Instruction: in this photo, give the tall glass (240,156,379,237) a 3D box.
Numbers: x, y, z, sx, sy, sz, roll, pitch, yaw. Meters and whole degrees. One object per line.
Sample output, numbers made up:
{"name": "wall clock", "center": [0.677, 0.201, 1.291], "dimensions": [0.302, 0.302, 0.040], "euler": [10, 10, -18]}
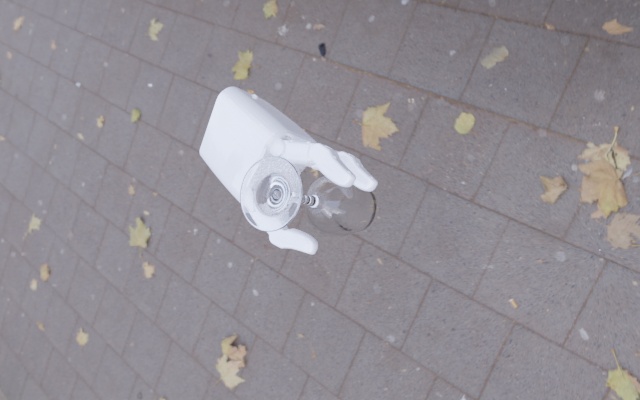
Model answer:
{"name": "tall glass", "center": [0.000, 0.002, 0.550], "dimensions": [0.079, 0.079, 0.201], "euler": [0, -5, 30]}
